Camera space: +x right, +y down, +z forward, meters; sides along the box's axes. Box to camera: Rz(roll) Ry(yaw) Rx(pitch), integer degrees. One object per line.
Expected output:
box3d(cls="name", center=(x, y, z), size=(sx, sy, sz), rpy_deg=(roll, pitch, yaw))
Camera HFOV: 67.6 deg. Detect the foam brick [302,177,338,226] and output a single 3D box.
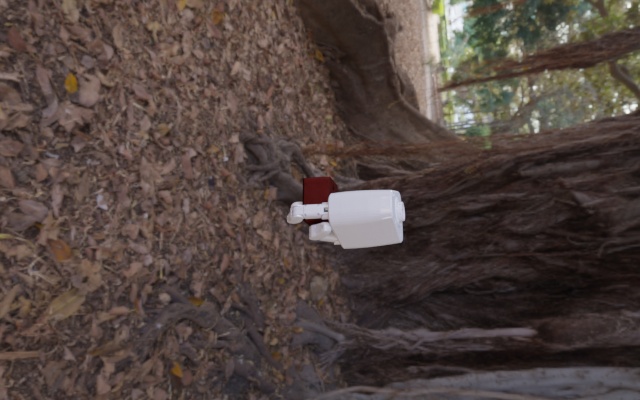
box3d(cls="foam brick", center=(0.000, 0.002, 0.842), size=(0.051, 0.078, 0.053), rpy_deg=(-6, -19, 18))
